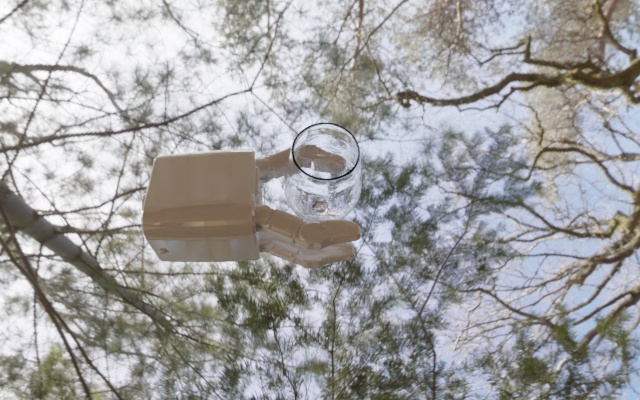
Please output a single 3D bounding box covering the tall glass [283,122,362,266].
[{"bbox_3d":[0.000,0.002,0.511,0.079,0.079,0.201,0,-28,-3],"label":"tall glass"}]
